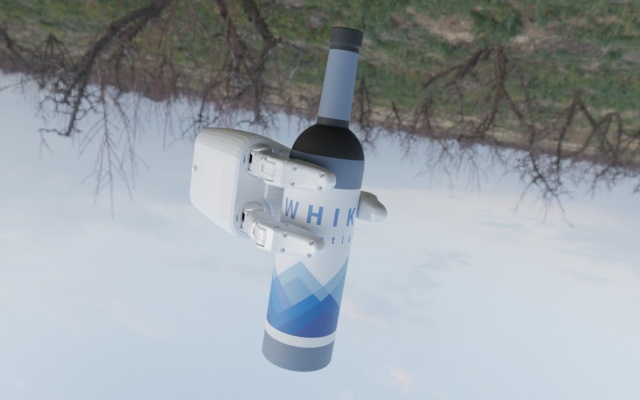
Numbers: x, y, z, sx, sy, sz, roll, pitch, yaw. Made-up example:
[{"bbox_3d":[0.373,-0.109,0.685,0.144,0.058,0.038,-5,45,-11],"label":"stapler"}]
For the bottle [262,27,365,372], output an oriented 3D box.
[{"bbox_3d":[0.000,0.002,0.424,0.069,0.296,0.069,9,10,-2],"label":"bottle"}]
